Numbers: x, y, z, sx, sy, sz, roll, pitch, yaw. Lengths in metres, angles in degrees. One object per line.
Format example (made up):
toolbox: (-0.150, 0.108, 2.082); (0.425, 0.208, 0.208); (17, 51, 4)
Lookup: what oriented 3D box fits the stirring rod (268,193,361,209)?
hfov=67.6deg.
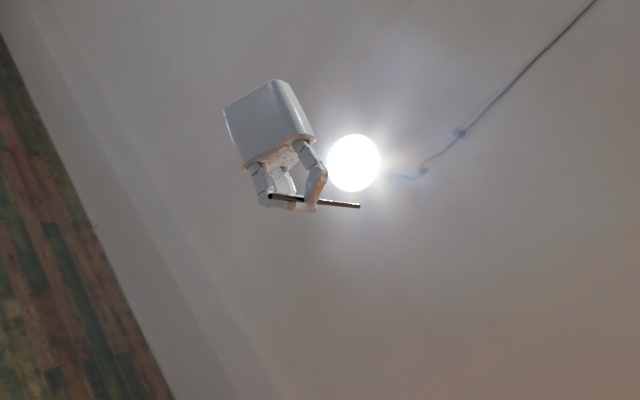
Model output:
stirring rod: (0.000, 0.002, 0.720); (0.011, 0.011, 0.239); (0, -4, 33)
